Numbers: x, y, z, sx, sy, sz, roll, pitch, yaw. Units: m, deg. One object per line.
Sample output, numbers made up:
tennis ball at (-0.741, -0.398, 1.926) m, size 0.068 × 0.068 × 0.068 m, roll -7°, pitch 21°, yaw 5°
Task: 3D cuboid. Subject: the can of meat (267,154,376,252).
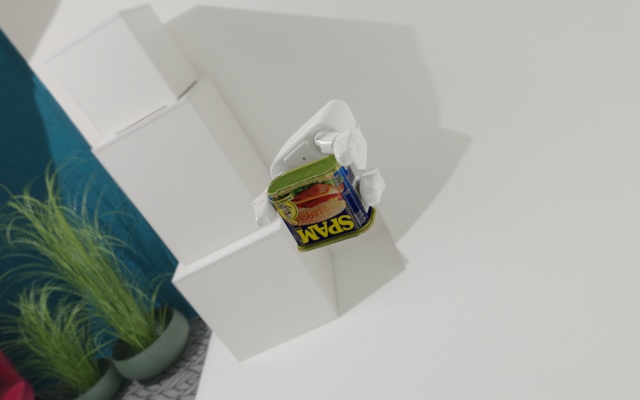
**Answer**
can of meat at (0.000, 0.002, 0.548) m, size 0.102 × 0.084 × 0.057 m, roll -19°, pitch 24°, yaw 24°
